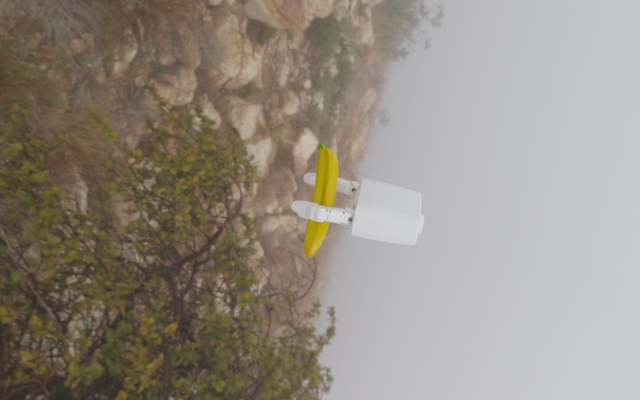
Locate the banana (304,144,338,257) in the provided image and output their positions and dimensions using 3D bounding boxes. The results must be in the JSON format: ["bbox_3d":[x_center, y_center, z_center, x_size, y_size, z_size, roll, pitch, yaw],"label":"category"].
[{"bbox_3d":[0.003,-0.002,0.795,0.037,0.198,0.069,9,-6,-7],"label":"banana"}]
